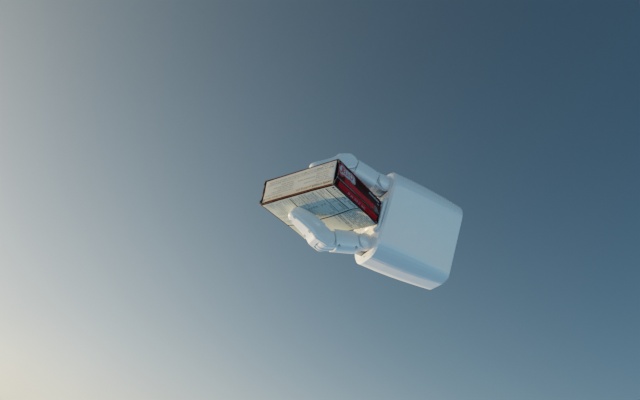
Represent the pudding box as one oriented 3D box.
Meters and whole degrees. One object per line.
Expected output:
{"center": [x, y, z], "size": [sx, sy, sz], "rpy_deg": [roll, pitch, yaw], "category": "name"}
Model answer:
{"center": [0.000, 0.002, 0.556], "size": [0.113, 0.039, 0.090], "rpy_deg": [-16, -42, 34], "category": "pudding box"}
